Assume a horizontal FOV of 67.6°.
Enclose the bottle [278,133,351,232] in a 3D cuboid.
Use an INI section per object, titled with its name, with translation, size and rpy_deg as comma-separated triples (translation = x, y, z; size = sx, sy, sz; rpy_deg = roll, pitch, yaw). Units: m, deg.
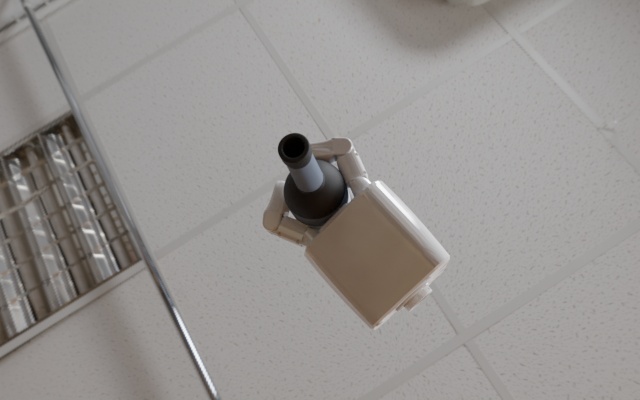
[bottle]
translation = 0.000, 0.002, 0.532
size = 0.069, 0.069, 0.296
rpy_deg = 0, -18, 9
